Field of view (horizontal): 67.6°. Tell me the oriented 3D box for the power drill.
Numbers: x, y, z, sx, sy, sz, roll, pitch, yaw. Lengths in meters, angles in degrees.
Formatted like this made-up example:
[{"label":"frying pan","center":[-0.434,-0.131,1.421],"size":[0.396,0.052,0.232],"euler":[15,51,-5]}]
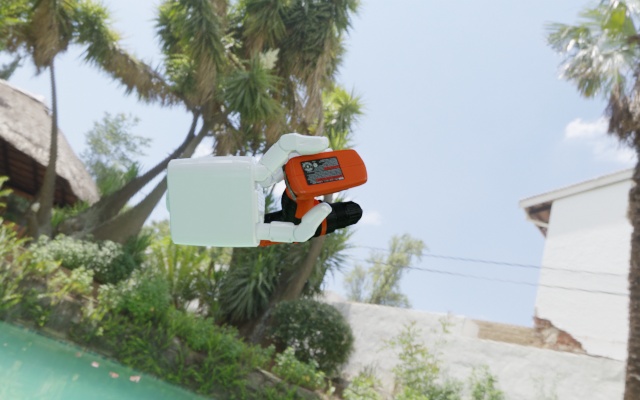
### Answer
[{"label":"power drill","center":[0.000,0.002,0.676],"size":[0.184,0.057,0.188],"euler":[-12,-24,-23]}]
